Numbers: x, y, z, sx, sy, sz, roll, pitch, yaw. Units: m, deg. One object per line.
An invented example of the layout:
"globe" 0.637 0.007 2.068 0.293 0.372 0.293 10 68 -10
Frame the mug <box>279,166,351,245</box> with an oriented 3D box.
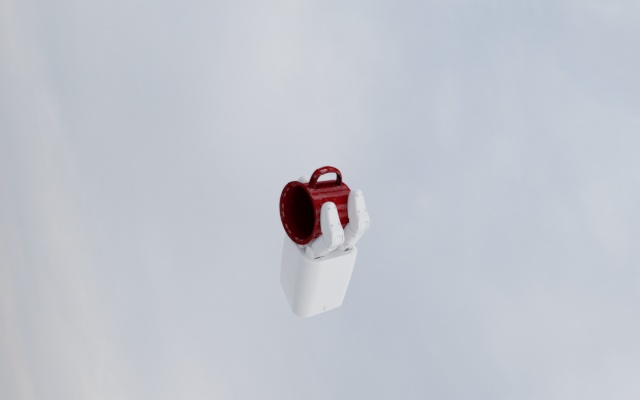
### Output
"mug" 0.001 0.001 0.699 0.081 0.117 0.093 -9 34 -37
